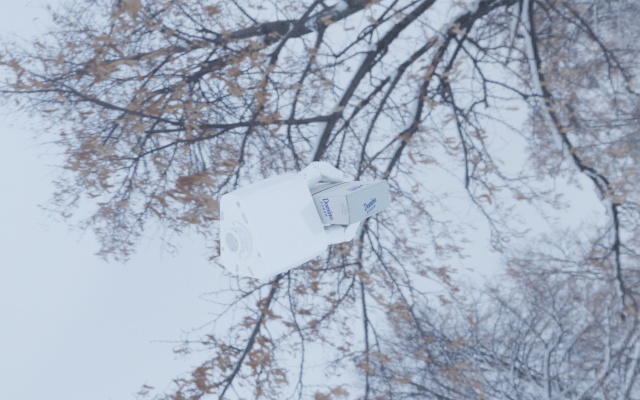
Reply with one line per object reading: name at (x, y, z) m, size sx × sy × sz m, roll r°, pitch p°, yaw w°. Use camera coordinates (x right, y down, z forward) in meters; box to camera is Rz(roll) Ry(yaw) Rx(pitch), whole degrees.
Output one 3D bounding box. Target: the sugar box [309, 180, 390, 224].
sugar box at (0.000, 0.003, 0.680) m, size 0.176 × 0.048 × 0.093 m, roll 3°, pitch 16°, yaw 42°
